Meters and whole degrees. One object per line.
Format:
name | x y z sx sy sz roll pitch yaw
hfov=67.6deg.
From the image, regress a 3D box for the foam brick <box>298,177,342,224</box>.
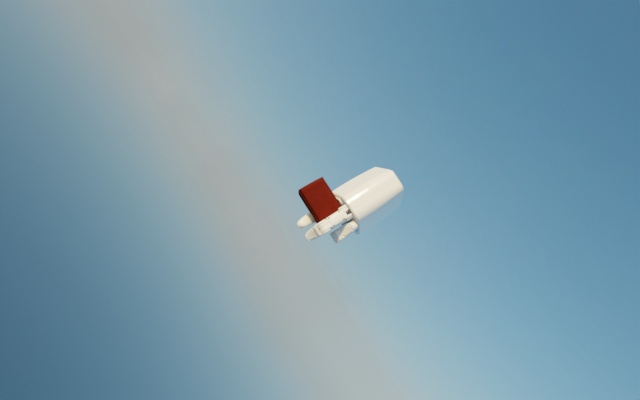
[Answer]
foam brick | 0.000 0.003 0.892 0.051 0.078 0.053 -32 -3 -7
